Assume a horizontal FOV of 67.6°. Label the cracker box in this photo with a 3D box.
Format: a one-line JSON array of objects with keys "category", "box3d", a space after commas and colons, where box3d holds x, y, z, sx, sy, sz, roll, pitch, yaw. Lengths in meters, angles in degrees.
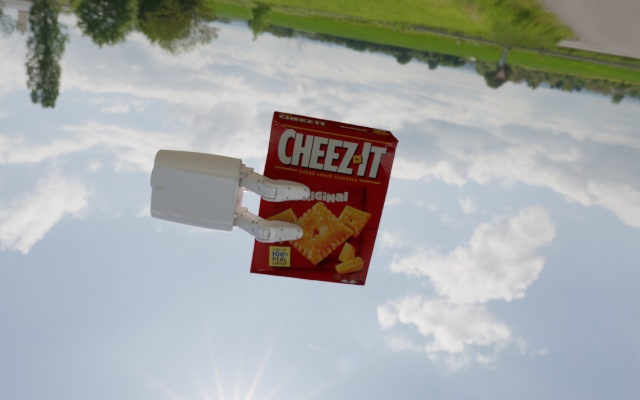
[{"category": "cracker box", "box3d": [0.000, 0.002, 0.645, 0.164, 0.214, 0.072, 9, 18, -7]}]
